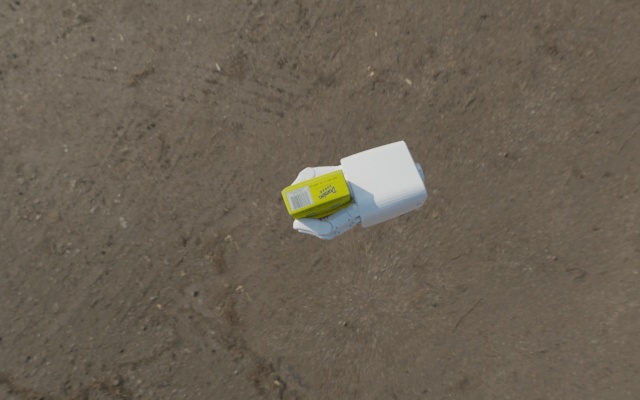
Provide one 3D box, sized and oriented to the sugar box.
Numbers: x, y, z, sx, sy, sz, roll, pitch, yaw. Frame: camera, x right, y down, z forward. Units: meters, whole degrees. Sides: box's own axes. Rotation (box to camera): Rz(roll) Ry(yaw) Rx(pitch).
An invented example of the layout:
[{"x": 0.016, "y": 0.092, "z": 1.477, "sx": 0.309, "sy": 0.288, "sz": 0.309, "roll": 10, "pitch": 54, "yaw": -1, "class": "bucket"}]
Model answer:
[{"x": 0.000, "y": 0.003, "z": 0.759, "sx": 0.093, "sy": 0.048, "sz": 0.176, "roll": -19, "pitch": -13, "yaw": 2, "class": "sugar box"}]
